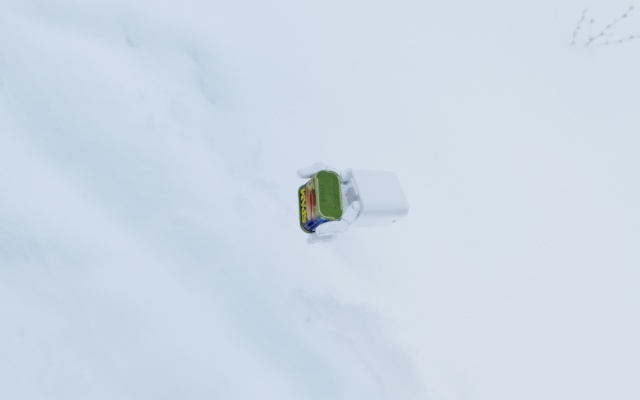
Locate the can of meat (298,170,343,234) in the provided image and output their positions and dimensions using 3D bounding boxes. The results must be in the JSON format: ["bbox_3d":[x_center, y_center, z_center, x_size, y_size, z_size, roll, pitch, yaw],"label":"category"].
[{"bbox_3d":[0.000,0.003,0.890,0.057,0.102,0.084,5,-22,-23],"label":"can of meat"}]
